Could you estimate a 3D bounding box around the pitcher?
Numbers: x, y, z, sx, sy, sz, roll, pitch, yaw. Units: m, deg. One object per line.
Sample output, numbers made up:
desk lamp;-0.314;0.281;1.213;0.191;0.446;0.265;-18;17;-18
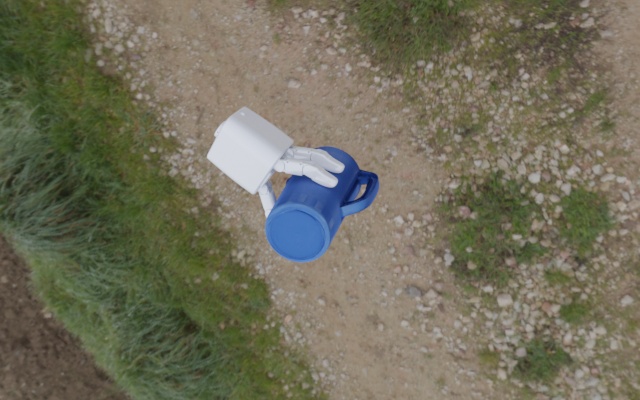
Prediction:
pitcher;0.000;0.003;0.842;0.145;0.149;0.242;38;28;-6
